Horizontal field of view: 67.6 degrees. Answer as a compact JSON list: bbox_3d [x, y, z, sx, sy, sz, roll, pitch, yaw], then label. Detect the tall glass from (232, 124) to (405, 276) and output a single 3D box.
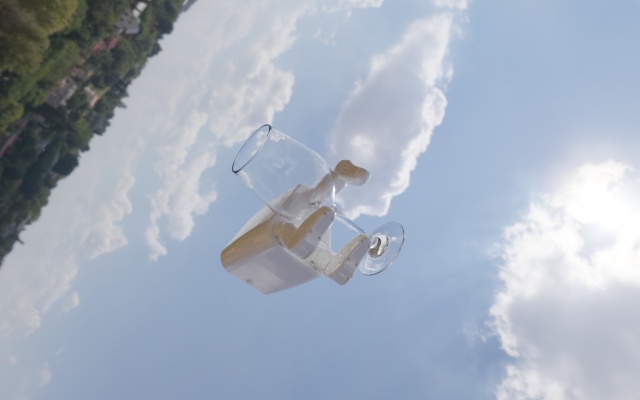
[{"bbox_3d":[0.001,0.002,0.528,0.201,0.079,0.079,38,-18,-25],"label":"tall glass"}]
